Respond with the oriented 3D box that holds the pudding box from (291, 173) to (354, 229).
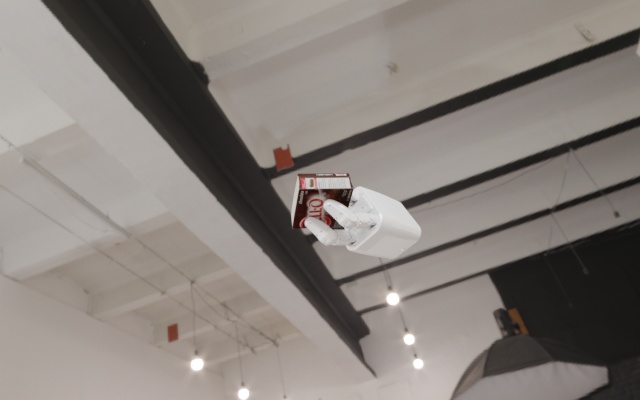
[{"bbox_3d":[0.000,0.002,0.800,0.090,0.039,0.114,-2,-39,-11],"label":"pudding box"}]
